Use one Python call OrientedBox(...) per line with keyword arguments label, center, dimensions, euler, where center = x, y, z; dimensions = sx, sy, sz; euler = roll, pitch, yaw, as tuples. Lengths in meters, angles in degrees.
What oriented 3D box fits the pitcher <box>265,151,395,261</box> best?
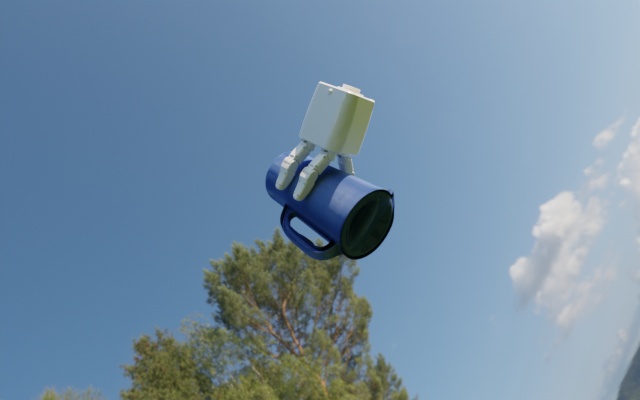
OrientedBox(label="pitcher", center=(0.000, 0.003, 0.874), dimensions=(0.149, 0.145, 0.242), euler=(4, 20, -47))
